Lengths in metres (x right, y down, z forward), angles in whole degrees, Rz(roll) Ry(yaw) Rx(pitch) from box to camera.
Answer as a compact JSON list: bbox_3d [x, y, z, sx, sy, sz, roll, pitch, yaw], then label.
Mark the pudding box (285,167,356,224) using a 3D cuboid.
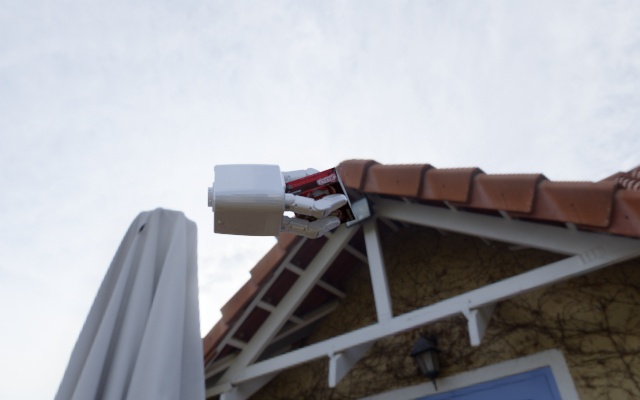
[{"bbox_3d":[0.000,0.002,0.788,0.090,0.039,0.114,-18,-37,9],"label":"pudding box"}]
